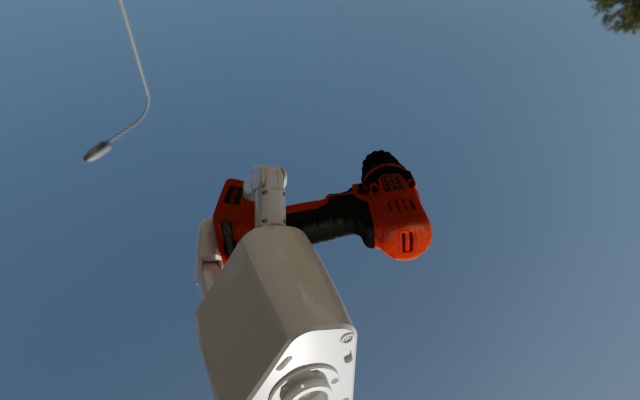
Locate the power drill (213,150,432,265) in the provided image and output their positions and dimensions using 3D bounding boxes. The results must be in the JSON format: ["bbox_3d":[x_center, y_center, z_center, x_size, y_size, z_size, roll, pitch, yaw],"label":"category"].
[{"bbox_3d":[0.000,0.002,0.461,0.187,0.057,0.184,-8,23,2],"label":"power drill"}]
